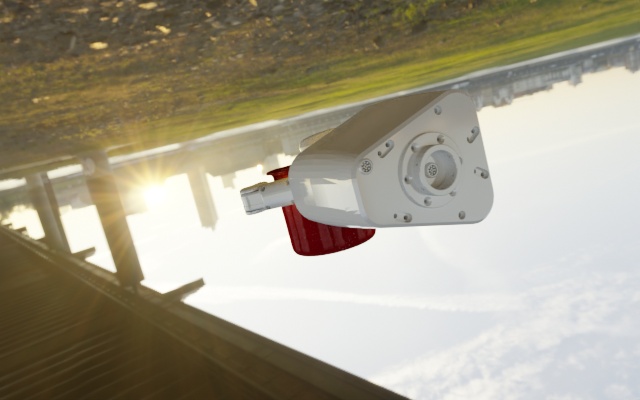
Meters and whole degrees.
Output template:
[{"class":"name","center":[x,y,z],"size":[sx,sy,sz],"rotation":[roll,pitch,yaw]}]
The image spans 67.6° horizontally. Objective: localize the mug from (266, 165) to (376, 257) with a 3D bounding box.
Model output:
[{"class":"mug","center":[0.000,0.002,0.457],"size":[0.093,0.081,0.117],"rotation":[-17,8,-20]}]
